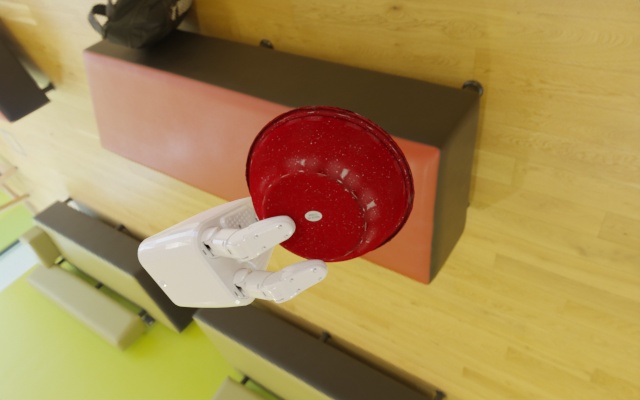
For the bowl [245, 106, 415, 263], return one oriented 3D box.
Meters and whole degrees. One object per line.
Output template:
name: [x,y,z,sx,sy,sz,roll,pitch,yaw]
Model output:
bowl: [0.001,0.001,0.424,0.162,0.162,0.055,0,32,17]
